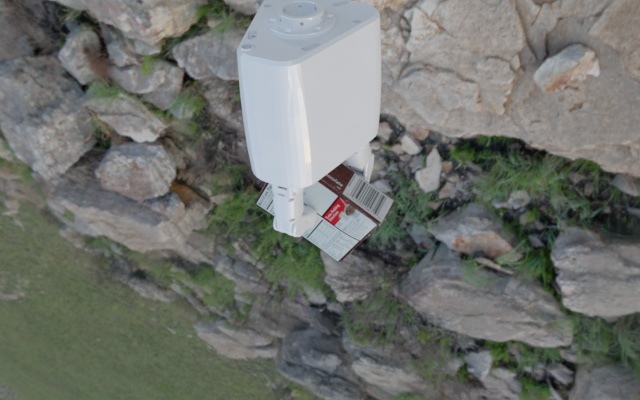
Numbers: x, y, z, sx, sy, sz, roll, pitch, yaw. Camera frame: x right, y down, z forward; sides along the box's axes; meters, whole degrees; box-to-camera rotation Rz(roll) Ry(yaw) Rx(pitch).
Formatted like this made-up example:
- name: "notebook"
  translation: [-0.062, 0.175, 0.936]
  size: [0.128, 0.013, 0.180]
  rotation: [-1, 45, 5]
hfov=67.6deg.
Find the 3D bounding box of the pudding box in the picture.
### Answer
- name: "pudding box"
  translation: [0.000, 0.002, 0.470]
  size: [0.113, 0.039, 0.090]
  rotation: [36, -39, -2]
